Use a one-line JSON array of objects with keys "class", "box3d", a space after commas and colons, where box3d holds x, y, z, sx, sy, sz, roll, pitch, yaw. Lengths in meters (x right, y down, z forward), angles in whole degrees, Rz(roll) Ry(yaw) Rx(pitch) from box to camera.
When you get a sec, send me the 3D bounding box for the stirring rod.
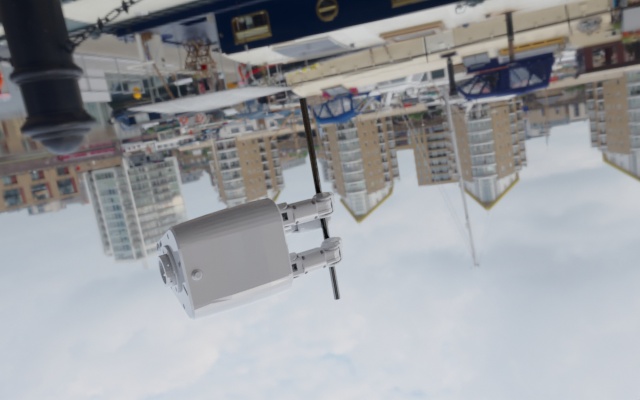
[{"class": "stirring rod", "box3d": [0.000, 0.002, 0.558, 0.011, 0.239, 0.011, -10, 9, 2]}]
